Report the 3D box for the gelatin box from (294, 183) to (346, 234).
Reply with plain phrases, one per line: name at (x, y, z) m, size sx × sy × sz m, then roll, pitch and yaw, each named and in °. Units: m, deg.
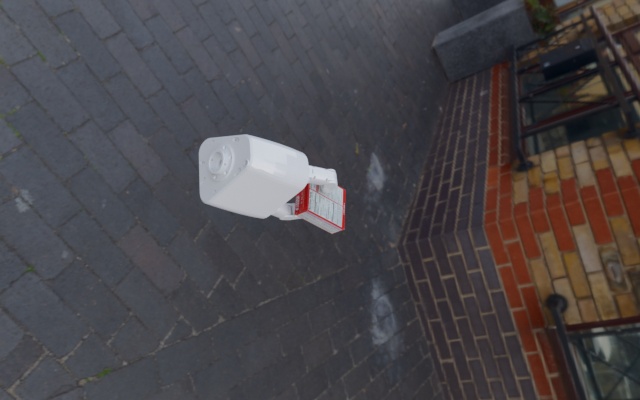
gelatin box at (0.001, 0.002, 0.747) m, size 0.030 × 0.073 × 0.089 m, roll -22°, pitch -37°, yaw 38°
